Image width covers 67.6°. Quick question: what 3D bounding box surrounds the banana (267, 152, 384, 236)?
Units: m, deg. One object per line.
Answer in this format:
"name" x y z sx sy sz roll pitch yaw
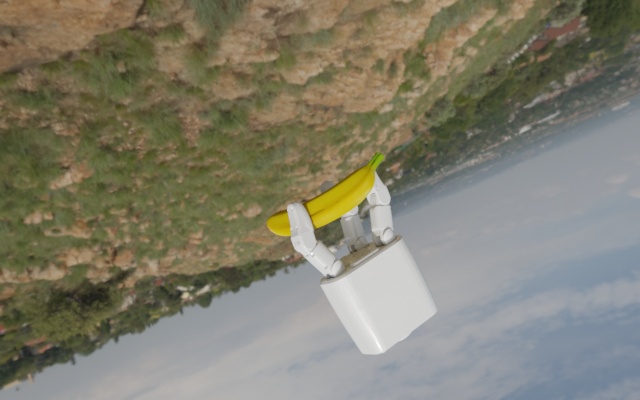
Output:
"banana" -0.003 0.009 0.599 0.198 0.037 0.069 -28 14 30
